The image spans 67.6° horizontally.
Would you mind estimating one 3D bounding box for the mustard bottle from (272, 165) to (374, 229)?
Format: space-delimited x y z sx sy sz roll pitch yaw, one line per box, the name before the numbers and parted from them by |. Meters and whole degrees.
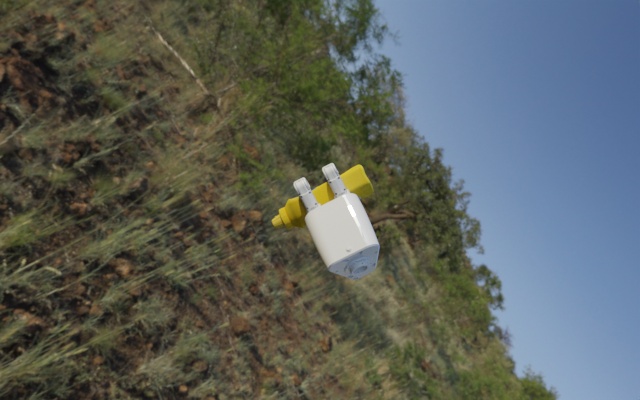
mustard bottle | 0.000 0.002 0.870 0.191 0.058 0.096 -26 -8 4
